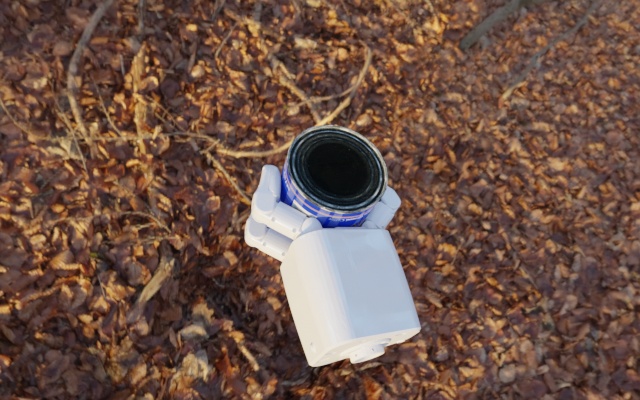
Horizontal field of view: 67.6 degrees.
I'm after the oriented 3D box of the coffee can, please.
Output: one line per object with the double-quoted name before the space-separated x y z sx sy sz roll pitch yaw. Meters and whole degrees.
"coffee can" 0.000 0.002 0.519 0.103 0.102 0.140 0 -30 -17
